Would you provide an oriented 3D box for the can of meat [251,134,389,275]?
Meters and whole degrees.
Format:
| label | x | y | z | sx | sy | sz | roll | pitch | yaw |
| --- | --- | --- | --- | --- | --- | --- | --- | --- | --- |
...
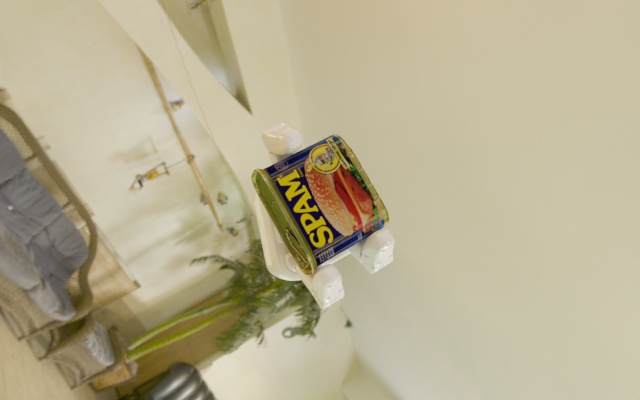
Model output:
| label | x | y | z | sx | sy | sz | roll | pitch | yaw |
| --- | --- | --- | --- | --- | --- | --- | --- | --- | --- |
| can of meat | 0.000 | 0.001 | 0.427 | 0.084 | 0.102 | 0.057 | -28 | -3 | -17 |
